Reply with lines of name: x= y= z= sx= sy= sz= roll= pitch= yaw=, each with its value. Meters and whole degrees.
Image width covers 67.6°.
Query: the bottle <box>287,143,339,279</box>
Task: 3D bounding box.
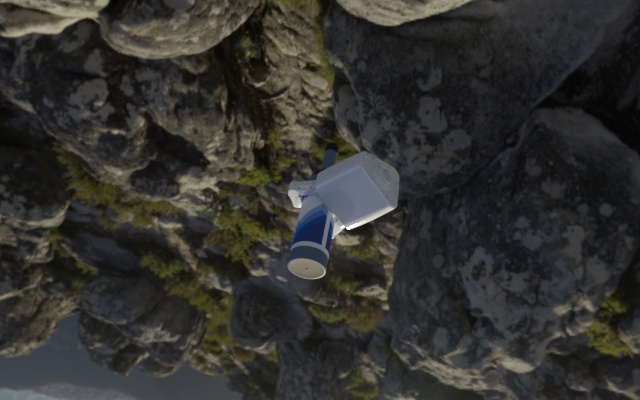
bottle: x=0.000 y=0.003 z=0.895 sx=0.069 sy=0.295 sz=0.069 roll=7 pitch=-39 yaw=6
